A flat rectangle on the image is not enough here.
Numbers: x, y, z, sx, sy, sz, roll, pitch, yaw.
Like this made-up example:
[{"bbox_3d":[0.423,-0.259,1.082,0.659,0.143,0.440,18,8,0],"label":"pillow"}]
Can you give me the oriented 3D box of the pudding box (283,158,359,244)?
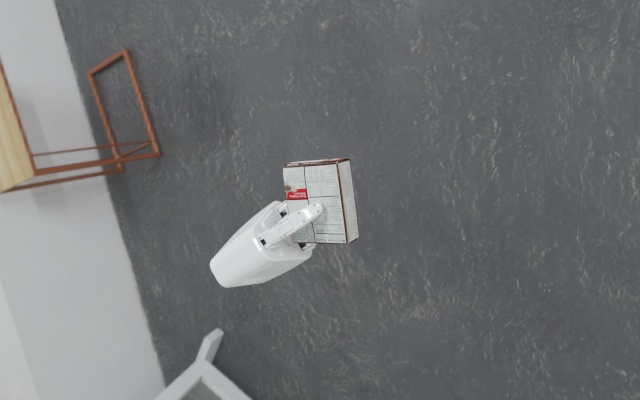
[{"bbox_3d":[0.000,0.002,0.644,0.090,0.113,0.039,-2,13,30],"label":"pudding box"}]
